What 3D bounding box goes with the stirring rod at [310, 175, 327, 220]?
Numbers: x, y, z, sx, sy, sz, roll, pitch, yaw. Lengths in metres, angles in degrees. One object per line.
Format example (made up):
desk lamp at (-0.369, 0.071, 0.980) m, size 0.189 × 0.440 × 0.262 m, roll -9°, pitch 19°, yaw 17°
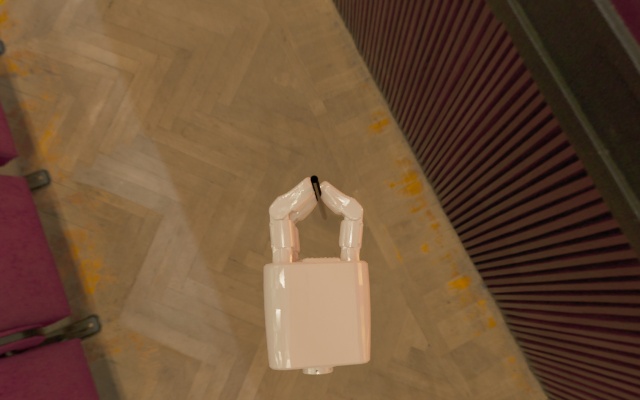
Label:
stirring rod at (0.000, 0.002, 0.586) m, size 0.011 × 0.011 × 0.239 m, roll 0°, pitch -11°, yaw 3°
